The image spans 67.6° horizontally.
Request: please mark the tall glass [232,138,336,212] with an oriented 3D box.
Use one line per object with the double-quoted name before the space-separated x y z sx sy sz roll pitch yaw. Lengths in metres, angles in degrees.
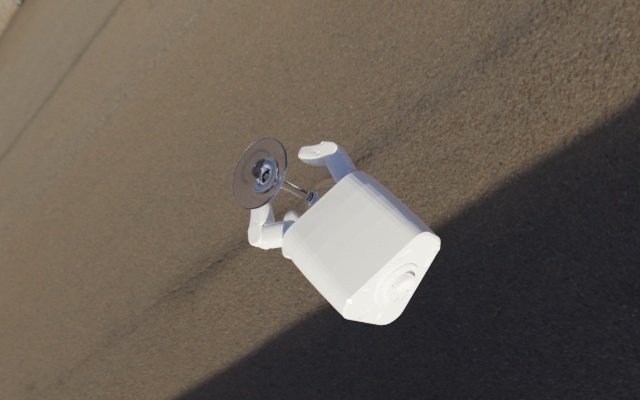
"tall glass" 0.000 0.001 0.540 0.079 0.079 0.201 0 -17 39
